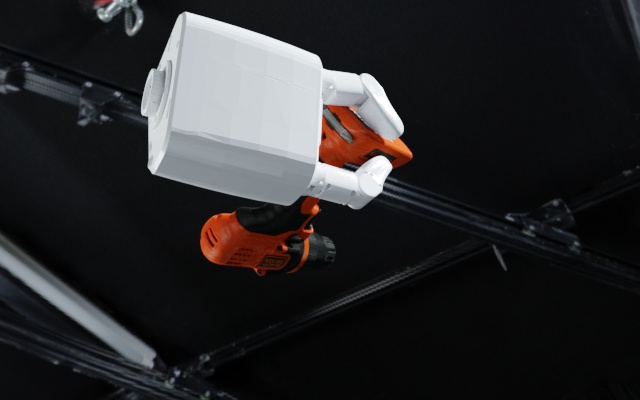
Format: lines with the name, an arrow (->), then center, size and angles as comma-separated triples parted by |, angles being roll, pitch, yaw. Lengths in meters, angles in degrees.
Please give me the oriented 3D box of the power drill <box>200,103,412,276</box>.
power drill -> 0.000, 0.001, 0.469 | 0.184, 0.188, 0.057 | 14, 32, -54
